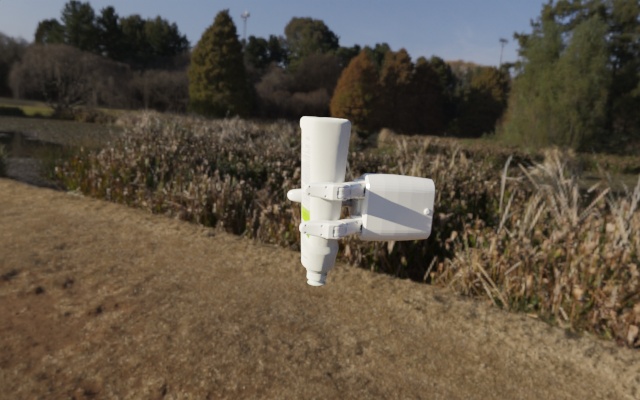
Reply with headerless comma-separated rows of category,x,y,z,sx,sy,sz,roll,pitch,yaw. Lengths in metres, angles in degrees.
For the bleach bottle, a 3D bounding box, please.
bleach bottle,0.000,0.002,0.722,0.068,0.251,0.102,2,11,-11
